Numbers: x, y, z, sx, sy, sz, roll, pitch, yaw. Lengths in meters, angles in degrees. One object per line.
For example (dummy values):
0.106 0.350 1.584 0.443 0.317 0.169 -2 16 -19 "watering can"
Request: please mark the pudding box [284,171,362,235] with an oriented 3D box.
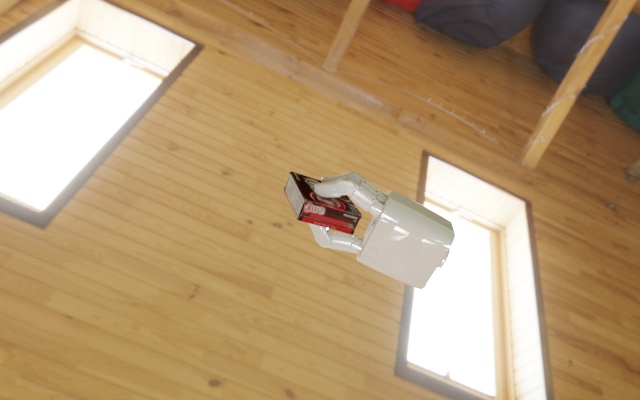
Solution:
0.000 0.002 0.706 0.090 0.039 0.113 17 16 -22 "pudding box"
